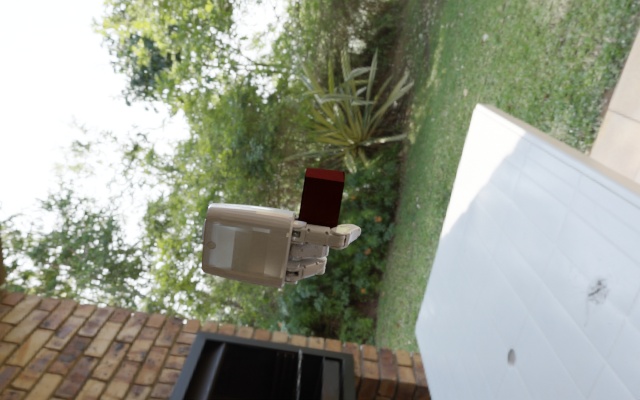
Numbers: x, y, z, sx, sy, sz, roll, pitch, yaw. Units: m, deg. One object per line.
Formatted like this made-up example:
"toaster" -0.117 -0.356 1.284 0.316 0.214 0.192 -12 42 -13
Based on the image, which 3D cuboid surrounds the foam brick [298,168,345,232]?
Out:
"foam brick" 0.000 0.002 0.615 0.051 0.078 0.053 9 16 0
